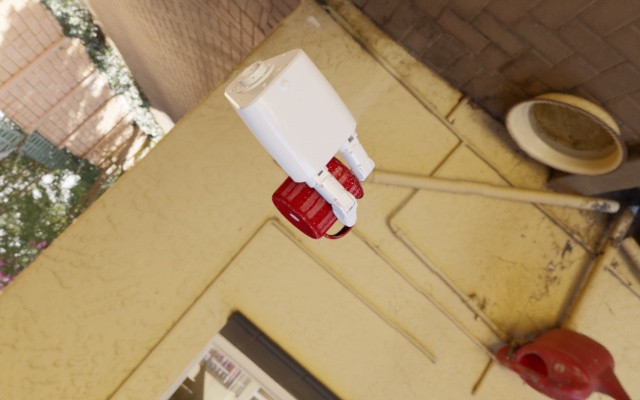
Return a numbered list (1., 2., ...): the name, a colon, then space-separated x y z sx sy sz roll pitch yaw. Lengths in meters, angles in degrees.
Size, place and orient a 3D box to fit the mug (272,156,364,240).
1. mug: 0.001 0.003 0.604 0.117 0.081 0.093 50 -17 -29
